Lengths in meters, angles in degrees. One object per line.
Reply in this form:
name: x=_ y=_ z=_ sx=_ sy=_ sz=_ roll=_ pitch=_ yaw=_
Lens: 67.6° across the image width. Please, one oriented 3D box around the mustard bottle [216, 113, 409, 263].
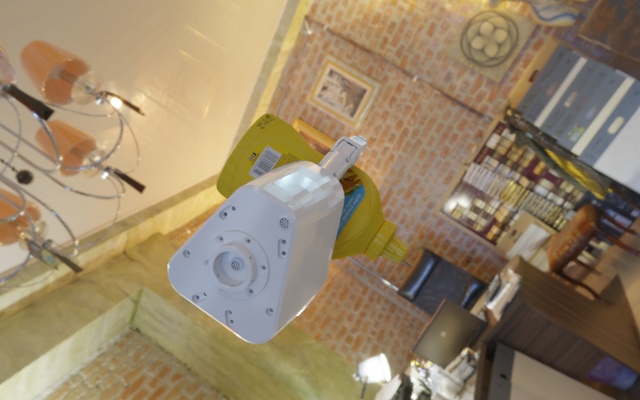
mustard bottle: x=0.000 y=0.001 z=0.468 sx=0.191 sy=0.096 sz=0.058 roll=33 pitch=-5 yaw=9
